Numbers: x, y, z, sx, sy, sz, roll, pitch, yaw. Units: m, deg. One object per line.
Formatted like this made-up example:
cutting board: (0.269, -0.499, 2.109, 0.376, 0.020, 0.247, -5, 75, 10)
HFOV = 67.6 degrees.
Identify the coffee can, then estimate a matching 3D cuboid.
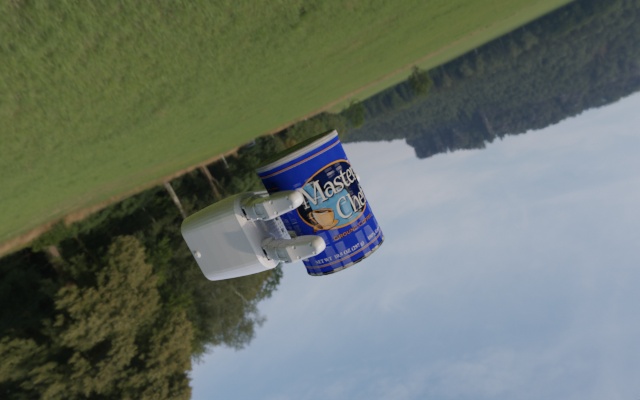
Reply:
coffee can: (0.000, 0.002, 0.558, 0.103, 0.140, 0.102, -25, 11, 5)
